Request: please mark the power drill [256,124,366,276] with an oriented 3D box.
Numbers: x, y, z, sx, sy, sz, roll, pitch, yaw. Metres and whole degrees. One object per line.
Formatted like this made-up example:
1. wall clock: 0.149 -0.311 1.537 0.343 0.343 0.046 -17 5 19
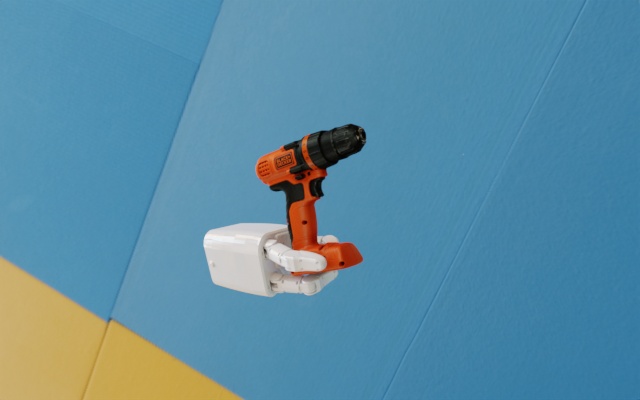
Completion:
1. power drill: 0.000 0.003 0.657 0.184 0.187 0.057 -16 -6 39
